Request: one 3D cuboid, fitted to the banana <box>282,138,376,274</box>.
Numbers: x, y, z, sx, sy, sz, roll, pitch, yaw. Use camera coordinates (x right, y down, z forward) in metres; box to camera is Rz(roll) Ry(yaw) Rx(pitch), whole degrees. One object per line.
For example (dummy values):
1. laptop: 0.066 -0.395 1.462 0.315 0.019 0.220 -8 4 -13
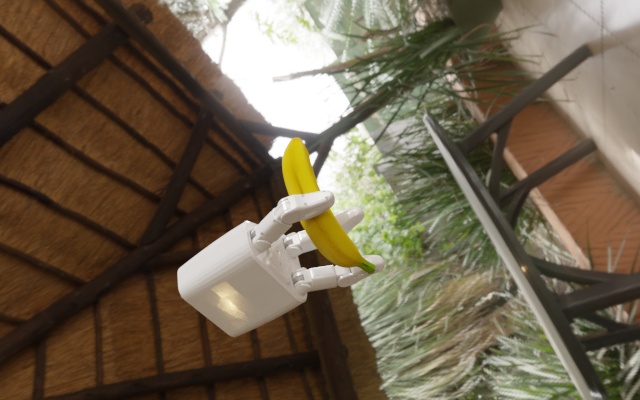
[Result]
1. banana: -0.007 0.002 0.550 0.037 0.197 0.069 -35 -22 17
